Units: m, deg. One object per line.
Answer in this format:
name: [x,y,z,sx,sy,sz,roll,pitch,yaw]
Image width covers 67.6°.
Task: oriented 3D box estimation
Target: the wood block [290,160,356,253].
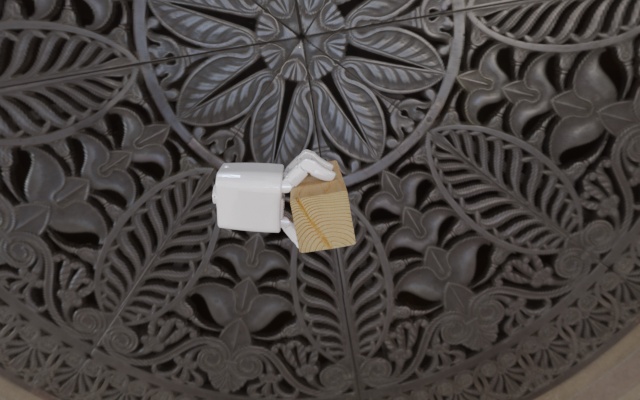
wood block: [0.000,0.003,0.818,0.090,0.091,0.206,-9,18,1]
